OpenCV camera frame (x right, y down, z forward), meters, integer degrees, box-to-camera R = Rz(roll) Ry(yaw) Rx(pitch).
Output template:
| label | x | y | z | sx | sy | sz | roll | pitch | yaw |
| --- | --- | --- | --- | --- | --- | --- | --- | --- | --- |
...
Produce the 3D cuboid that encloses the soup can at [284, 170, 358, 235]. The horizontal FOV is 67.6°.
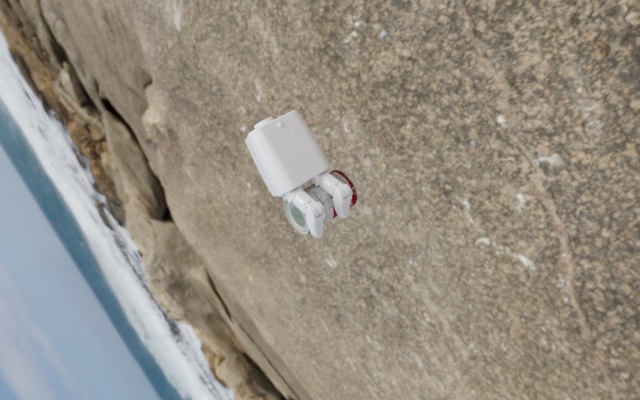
| label | x | y | z | sx | sy | sz | roll | pitch | yaw |
| --- | --- | --- | --- | --- | --- | --- | --- | --- | --- |
| soup can | 0.000 | 0.003 | 0.772 | 0.102 | 0.068 | 0.068 | -32 | 16 | -27 |
